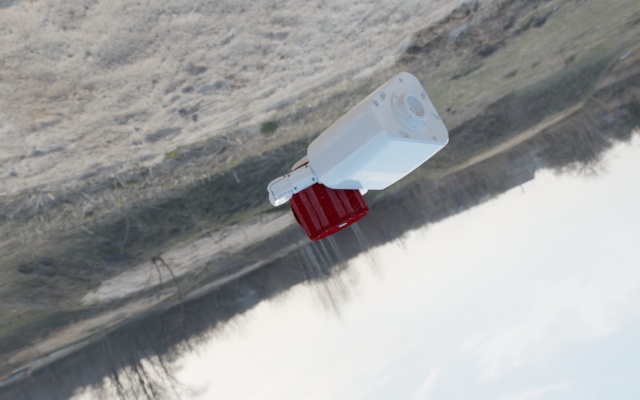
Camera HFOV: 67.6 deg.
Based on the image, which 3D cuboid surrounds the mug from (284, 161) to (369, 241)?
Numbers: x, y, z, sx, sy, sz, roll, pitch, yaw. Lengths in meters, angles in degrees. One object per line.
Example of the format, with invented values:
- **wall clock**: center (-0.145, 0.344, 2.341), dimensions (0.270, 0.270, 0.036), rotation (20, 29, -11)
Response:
- **mug**: center (-0.001, 0.003, 0.594), dimensions (0.093, 0.081, 0.117), rotation (-20, -11, -41)
